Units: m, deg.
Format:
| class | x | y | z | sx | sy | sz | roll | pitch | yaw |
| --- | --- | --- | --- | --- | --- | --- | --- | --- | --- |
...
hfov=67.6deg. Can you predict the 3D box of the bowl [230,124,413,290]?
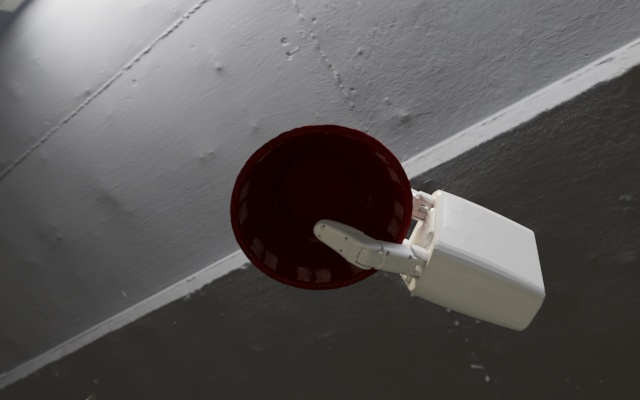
| class | x | y | z | sx | sy | sz | roll | pitch | yaw |
| --- | --- | --- | --- | --- | --- | --- | --- | --- | --- |
| bowl | -0.001 | 0.001 | 0.442 | 0.162 | 0.162 | 0.055 | 0 | 25 | -4 |
